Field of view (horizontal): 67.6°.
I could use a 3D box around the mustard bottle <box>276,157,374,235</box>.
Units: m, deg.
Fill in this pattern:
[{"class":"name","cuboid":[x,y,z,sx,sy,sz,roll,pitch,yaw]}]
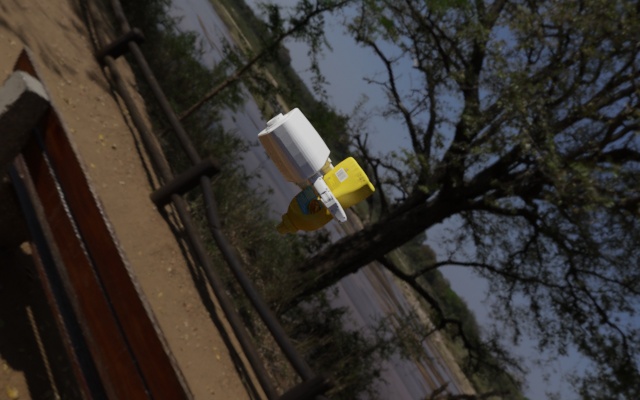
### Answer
[{"class":"mustard bottle","cuboid":[0.001,0.003,0.884,0.191,0.058,0.096,-34,40,4]}]
